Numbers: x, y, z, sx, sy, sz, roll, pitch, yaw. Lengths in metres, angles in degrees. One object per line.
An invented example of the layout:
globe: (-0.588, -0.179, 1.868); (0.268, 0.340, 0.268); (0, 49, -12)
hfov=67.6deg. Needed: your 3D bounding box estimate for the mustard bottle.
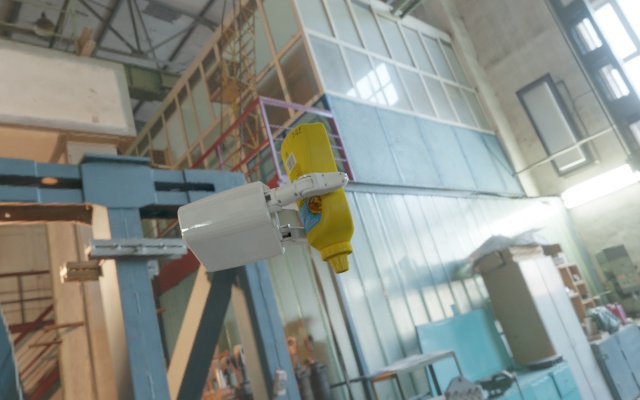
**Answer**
mustard bottle: (0.000, 0.002, 0.623); (0.058, 0.191, 0.096); (-8, -20, -25)
